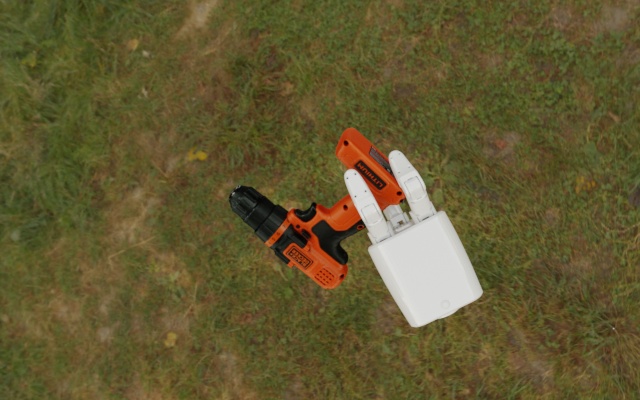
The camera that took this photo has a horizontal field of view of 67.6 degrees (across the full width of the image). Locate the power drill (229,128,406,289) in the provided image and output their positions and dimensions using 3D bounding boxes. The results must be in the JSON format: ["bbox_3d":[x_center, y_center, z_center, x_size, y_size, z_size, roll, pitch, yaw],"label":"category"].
[{"bbox_3d":[0.001,0.002,0.592,0.184,0.188,0.057,40,26,-9],"label":"power drill"}]
